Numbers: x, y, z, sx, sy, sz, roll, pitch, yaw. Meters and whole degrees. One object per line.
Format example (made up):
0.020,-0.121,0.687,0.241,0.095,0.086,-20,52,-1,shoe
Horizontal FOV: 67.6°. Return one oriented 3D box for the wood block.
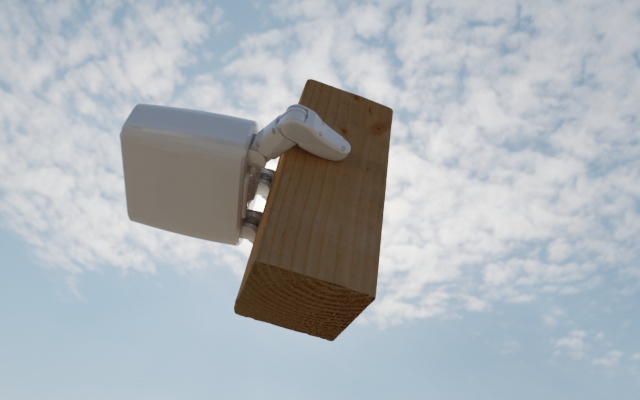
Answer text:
0.000,0.001,0.420,0.090,0.206,0.091,18,-39,-9,wood block
